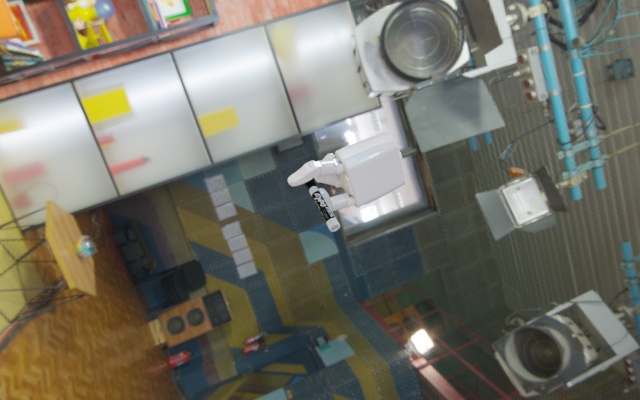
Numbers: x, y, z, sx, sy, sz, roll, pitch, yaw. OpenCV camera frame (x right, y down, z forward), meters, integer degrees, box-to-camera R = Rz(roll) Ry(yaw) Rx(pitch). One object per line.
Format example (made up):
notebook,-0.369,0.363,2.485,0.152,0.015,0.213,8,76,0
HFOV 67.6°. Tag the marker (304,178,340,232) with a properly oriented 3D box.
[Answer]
marker,0.000,0.003,0.818,0.020,0.121,0.020,-19,-37,-15
